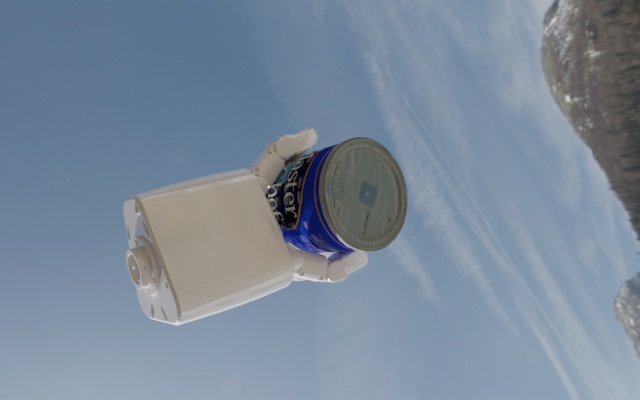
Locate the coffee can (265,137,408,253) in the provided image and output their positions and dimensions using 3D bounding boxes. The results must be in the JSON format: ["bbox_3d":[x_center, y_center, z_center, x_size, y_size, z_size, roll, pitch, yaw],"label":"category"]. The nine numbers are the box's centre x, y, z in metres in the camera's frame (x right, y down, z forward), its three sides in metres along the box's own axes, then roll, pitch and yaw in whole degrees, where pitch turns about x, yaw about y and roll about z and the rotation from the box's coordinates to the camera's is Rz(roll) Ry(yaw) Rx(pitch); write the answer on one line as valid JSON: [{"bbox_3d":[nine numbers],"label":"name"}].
[{"bbox_3d":[0.000,0.001,0.476,0.103,0.103,0.140,0,-6,-38],"label":"coffee can"}]
